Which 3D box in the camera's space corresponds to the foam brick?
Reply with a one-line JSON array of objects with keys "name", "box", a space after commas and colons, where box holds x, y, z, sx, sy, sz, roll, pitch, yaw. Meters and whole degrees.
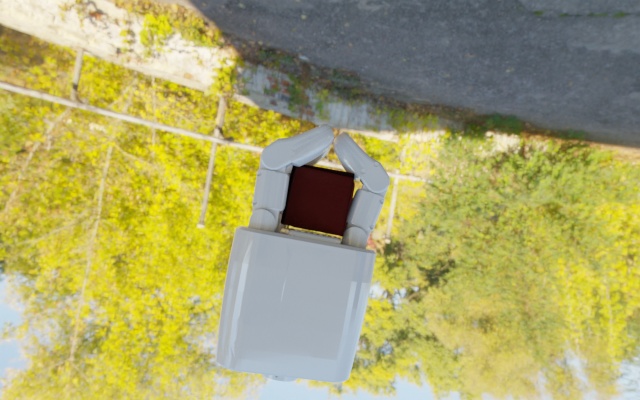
[{"name": "foam brick", "box": [0.000, 0.001, 0.414, 0.053, 0.051, 0.078, 10, -3, 5]}]
